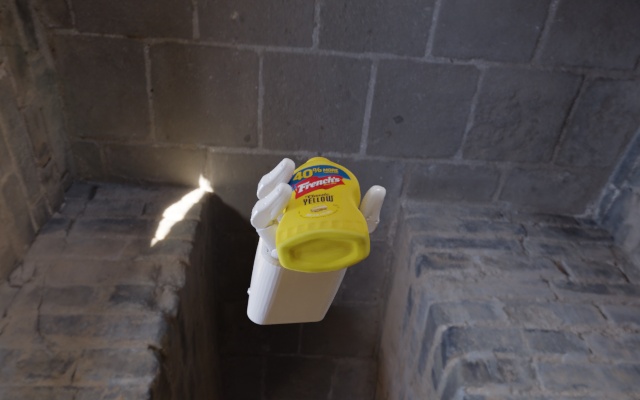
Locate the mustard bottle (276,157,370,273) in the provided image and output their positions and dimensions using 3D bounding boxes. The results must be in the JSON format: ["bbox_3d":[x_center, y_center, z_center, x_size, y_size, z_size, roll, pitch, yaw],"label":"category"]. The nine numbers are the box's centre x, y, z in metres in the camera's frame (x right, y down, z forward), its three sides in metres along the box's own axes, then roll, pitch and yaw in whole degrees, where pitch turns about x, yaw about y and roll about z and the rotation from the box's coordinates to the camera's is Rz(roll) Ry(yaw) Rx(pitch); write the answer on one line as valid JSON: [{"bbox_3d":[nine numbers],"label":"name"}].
[{"bbox_3d":[0.000,0.002,0.561,0.096,0.058,0.191,-8,32,3],"label":"mustard bottle"}]
